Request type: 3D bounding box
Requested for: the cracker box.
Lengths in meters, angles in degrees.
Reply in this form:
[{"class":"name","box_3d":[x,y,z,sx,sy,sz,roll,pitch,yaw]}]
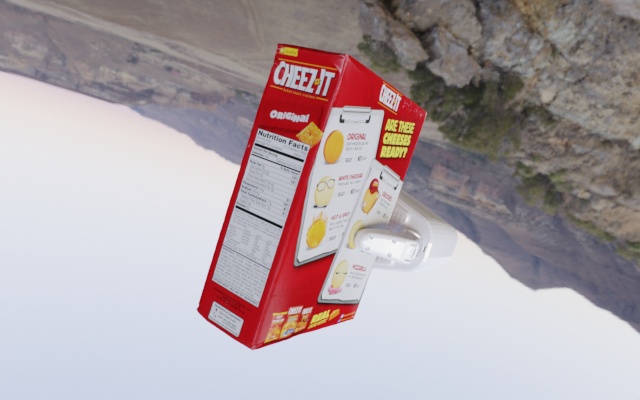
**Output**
[{"class":"cracker box","box_3d":[0.000,0.002,0.403,0.072,0.214,0.164,21,6,30]}]
